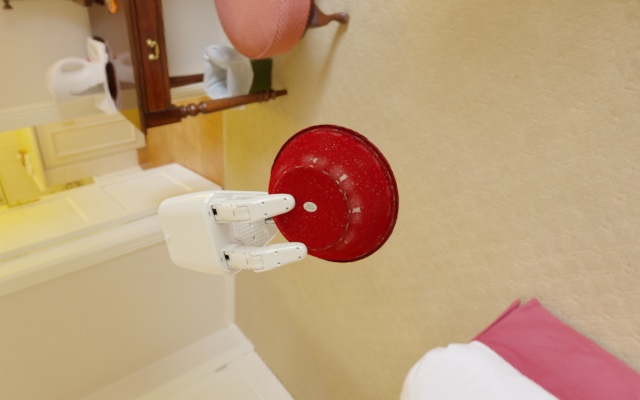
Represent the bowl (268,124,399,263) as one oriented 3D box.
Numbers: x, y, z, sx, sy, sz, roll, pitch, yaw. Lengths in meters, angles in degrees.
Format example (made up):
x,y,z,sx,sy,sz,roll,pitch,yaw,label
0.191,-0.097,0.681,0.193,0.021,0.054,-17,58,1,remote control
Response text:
x,y,z,sx,sy,sz,roll,pitch,yaw,label
0.001,0.001,0.516,0.162,0.162,0.055,0,16,28,bowl
